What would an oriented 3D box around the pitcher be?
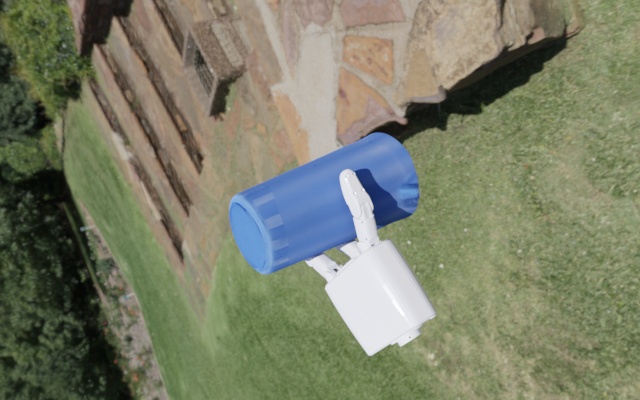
[{"bbox_3d":[0.000,0.002,0.654,0.243,0.145,0.149,-22,-19,-28],"label":"pitcher"}]
